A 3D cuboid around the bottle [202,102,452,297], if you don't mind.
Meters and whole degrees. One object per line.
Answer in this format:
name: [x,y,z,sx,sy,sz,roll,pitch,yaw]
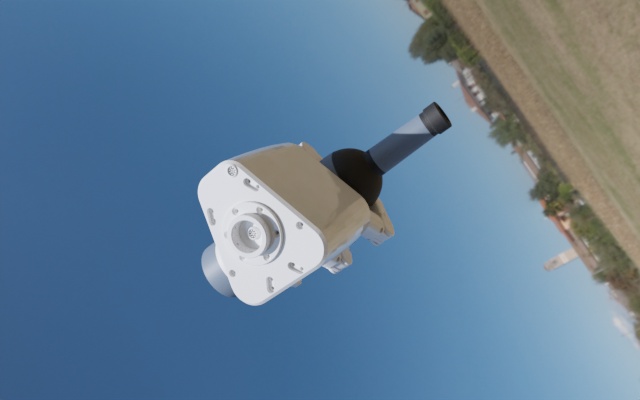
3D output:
bottle: [0.000,0.002,0.484,0.296,0.069,0.069,-36,-16,24]
